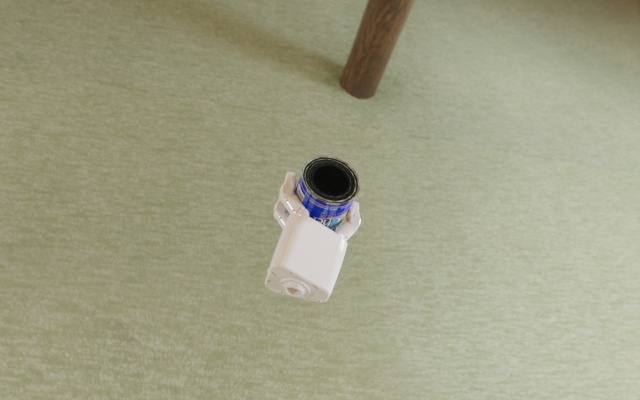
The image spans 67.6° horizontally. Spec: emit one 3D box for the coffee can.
[{"bbox_3d":[0.000,0.003,0.855,0.103,0.102,0.140,0,-34,-18],"label":"coffee can"}]
